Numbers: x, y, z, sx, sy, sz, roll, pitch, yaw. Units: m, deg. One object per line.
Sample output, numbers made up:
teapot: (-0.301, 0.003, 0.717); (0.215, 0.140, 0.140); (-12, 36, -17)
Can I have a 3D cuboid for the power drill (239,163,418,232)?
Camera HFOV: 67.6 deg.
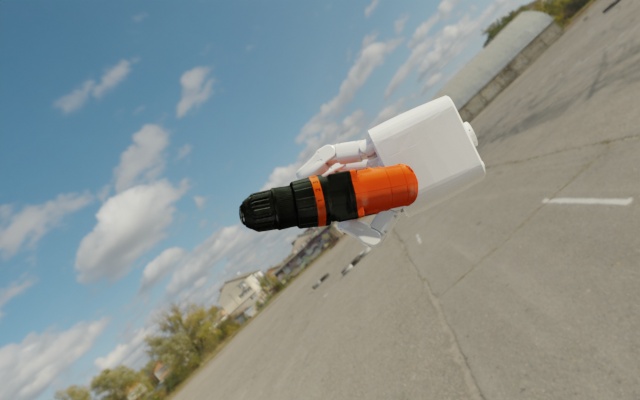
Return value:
power drill: (0.000, 0.002, 0.553); (0.184, 0.057, 0.187); (-9, 1, -8)
